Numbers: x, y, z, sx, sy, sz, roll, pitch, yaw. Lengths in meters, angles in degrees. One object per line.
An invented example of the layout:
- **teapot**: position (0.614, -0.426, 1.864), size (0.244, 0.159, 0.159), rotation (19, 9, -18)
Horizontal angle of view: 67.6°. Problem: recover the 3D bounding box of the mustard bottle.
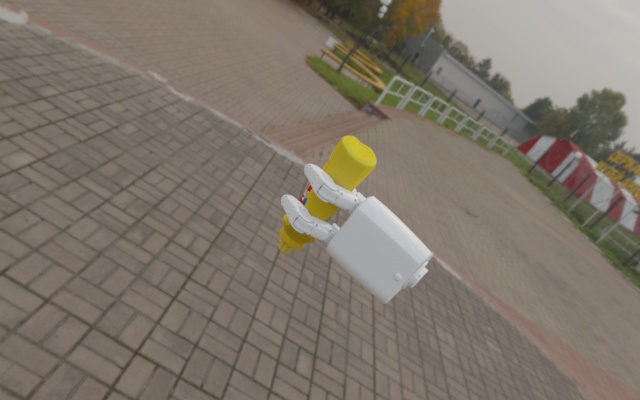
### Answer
- **mustard bottle**: position (0.000, 0.002, 0.670), size (0.058, 0.192, 0.096), rotation (35, 21, -7)
